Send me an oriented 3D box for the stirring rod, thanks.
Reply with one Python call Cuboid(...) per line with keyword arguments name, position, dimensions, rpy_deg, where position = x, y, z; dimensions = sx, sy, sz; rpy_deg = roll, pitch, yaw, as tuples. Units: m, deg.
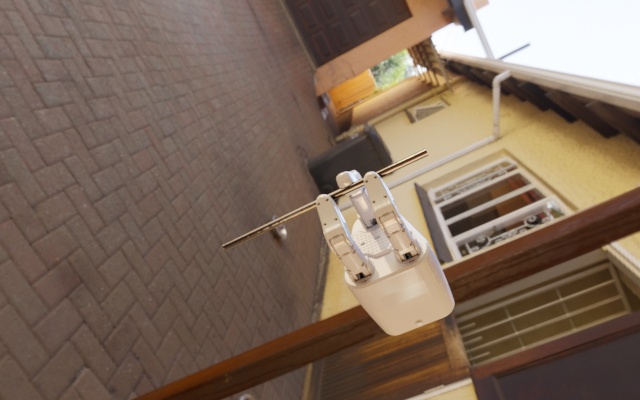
Cuboid(name="stirring rod", position=(0.000, 0.002, 0.502), dimensions=(0.239, 0.011, 0.011), rpy_deg=(-25, -6, 12))
